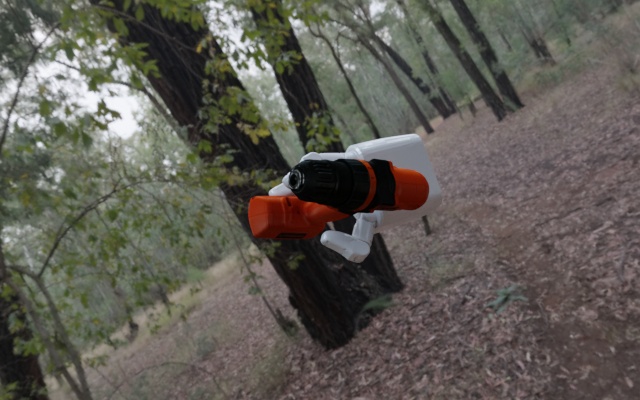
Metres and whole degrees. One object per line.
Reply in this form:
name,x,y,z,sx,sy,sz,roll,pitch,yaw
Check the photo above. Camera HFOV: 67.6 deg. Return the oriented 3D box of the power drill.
power drill,0.000,0.002,0.536,0.184,0.057,0.188,5,-16,-41
